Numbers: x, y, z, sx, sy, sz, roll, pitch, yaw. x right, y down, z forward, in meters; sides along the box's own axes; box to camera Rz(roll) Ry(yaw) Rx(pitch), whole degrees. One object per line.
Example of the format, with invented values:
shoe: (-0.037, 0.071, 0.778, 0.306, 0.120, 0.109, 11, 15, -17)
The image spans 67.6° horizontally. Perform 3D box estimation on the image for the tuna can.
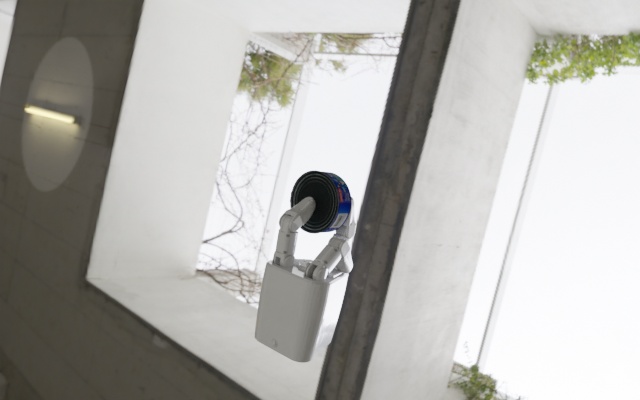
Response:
tuna can: (0.000, 0.002, 0.656, 0.086, 0.086, 0.034, 0, 0, 40)
